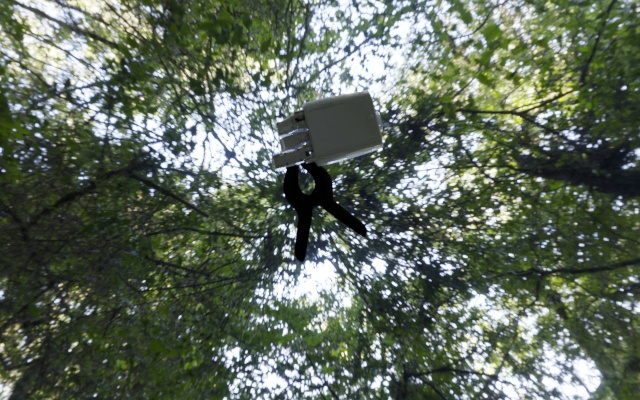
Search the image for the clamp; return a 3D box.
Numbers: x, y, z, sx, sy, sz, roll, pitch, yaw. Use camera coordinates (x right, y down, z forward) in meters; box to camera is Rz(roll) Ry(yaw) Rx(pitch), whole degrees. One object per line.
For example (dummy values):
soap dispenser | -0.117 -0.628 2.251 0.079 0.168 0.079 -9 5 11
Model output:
clamp | 0.000 0.002 0.751 0.120 0.171 0.039 -14 1 4
